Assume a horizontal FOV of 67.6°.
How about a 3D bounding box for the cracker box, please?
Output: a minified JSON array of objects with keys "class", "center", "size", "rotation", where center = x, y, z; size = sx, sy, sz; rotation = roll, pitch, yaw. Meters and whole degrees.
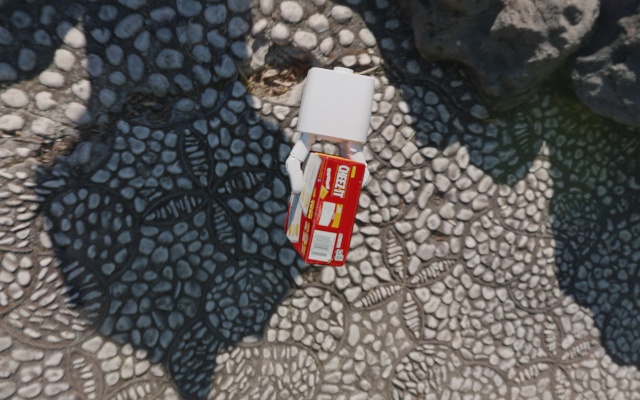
[{"class":"cracker box","center":[0.000,0.003,0.805],"size":[0.072,0.164,0.213],"rotation":[10,7,-14]}]
